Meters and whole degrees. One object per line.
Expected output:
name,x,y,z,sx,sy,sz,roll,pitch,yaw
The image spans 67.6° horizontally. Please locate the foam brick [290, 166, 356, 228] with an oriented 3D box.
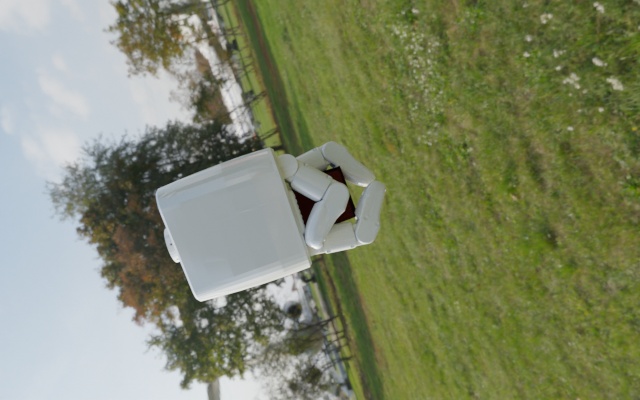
foam brick,0.000,0.002,0.481,0.051,0.053,0.078,-19,-3,-5
